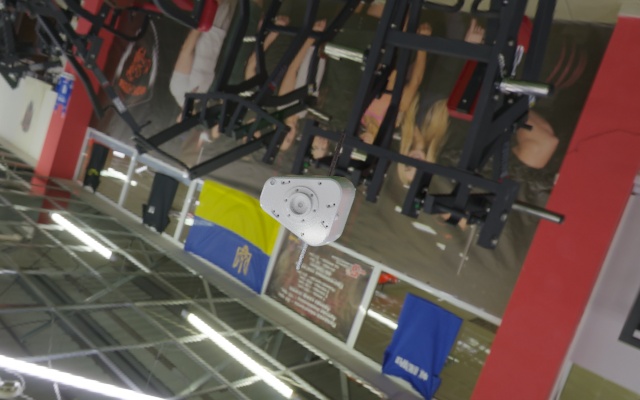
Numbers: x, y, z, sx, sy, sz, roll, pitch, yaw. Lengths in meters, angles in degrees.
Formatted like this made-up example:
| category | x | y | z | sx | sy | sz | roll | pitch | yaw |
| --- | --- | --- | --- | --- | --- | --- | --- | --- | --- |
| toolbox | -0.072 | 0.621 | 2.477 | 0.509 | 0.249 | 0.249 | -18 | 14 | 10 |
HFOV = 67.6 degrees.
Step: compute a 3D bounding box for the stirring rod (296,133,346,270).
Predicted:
| category | x | y | z | sx | sy | sz | roll | pitch | yaw |
| --- | --- | --- | --- | --- | --- | --- | --- | --- | --- |
| stirring rod | 0.000 | 0.003 | 0.800 | 0.011 | 0.239 | 0.011 | 18 | 5 | -2 |
